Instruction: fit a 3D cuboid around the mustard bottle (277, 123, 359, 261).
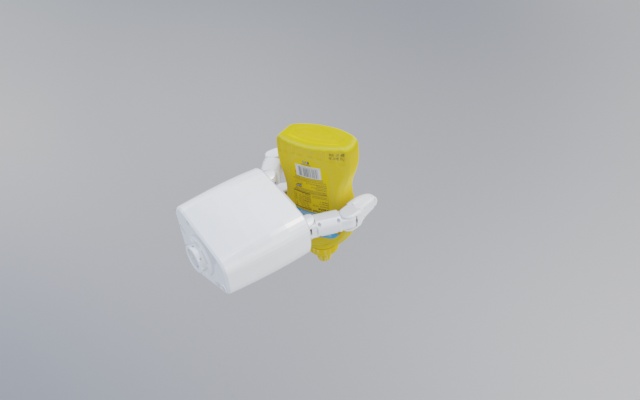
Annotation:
[{"bbox_3d":[0.000,0.002,0.600,0.096,0.192,0.058,14,40,22],"label":"mustard bottle"}]
